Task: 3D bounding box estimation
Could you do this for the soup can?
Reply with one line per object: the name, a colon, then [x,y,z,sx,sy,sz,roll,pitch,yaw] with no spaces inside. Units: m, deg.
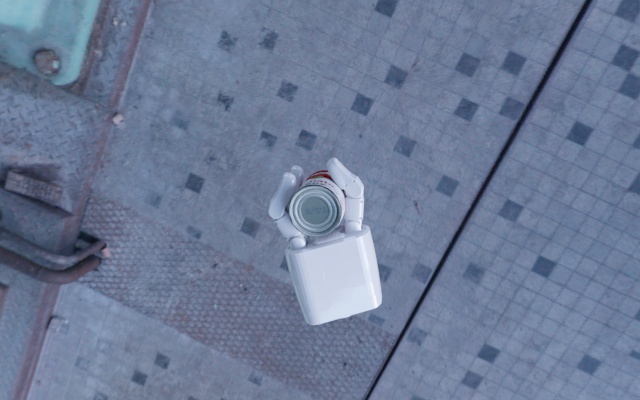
soup can: [0.000,0.002,0.625,0.068,0.068,0.102,0,13,9]
